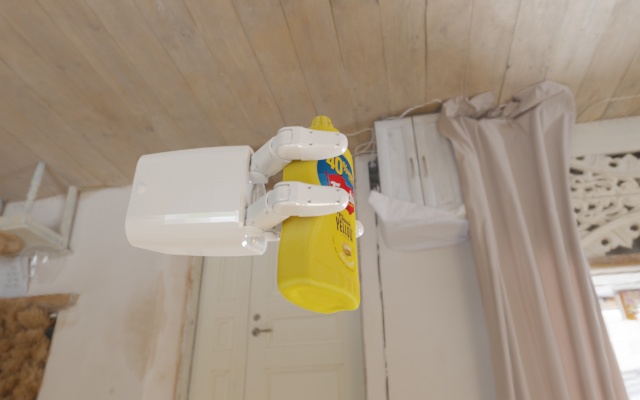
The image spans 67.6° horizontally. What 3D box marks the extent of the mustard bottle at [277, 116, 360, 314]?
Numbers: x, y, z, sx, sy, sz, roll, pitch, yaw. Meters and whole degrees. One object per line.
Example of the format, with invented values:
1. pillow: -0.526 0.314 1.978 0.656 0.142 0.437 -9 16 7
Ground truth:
1. mustard bottle: 0.000 0.002 0.448 0.058 0.191 0.096 -15 -32 26
